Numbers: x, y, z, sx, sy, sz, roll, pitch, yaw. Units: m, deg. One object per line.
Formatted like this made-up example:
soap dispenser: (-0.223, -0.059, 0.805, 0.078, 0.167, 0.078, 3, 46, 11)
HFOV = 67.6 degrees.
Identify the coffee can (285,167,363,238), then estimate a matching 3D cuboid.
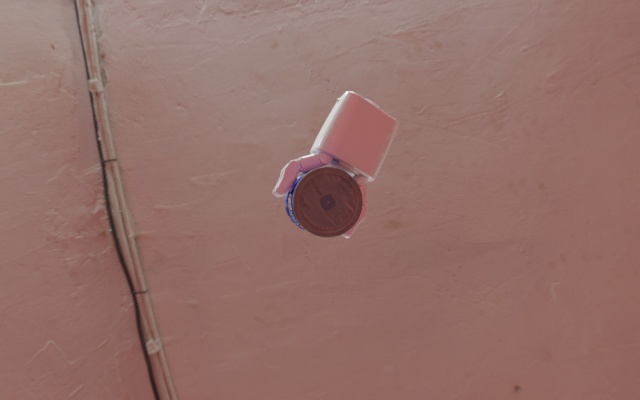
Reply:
coffee can: (0.000, 0.003, 0.755, 0.103, 0.103, 0.140, 0, 0, -9)
